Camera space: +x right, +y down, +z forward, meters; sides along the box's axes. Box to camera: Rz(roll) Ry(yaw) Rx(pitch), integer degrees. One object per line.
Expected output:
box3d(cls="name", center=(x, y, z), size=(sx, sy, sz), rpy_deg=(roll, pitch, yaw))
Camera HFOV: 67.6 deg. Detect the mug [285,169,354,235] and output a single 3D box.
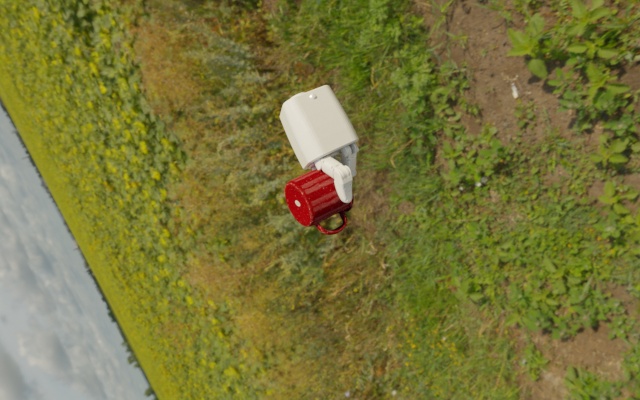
box3d(cls="mug", center=(0.001, 0.004, 0.787), size=(0.081, 0.117, 0.093), rpy_deg=(-26, -3, -26))
